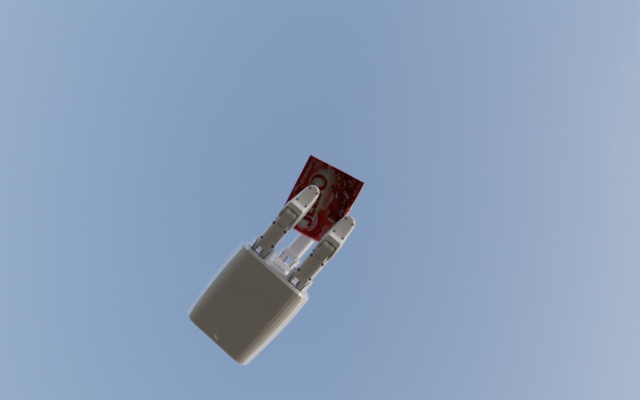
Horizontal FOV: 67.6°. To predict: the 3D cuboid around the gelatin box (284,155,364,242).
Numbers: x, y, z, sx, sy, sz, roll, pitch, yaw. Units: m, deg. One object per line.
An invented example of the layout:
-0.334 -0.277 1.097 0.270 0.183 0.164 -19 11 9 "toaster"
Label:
0.000 0.002 0.571 0.073 0.089 0.030 28 -4 3 "gelatin box"
